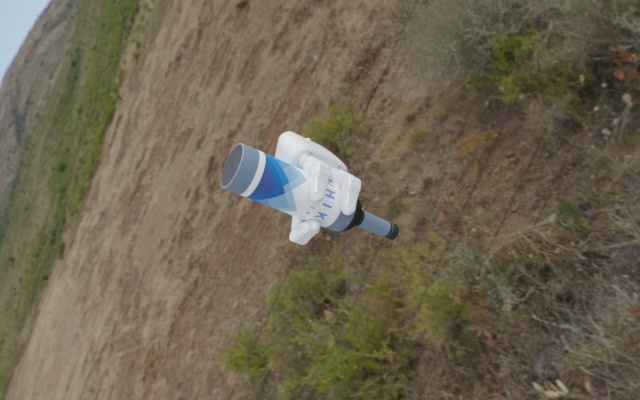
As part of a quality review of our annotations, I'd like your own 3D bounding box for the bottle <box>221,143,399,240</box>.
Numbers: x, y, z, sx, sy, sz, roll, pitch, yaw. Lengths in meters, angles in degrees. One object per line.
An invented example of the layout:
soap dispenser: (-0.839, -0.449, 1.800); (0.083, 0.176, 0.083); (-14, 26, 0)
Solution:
bottle: (0.000, 0.002, 0.714); (0.296, 0.069, 0.069); (23, -11, -28)
